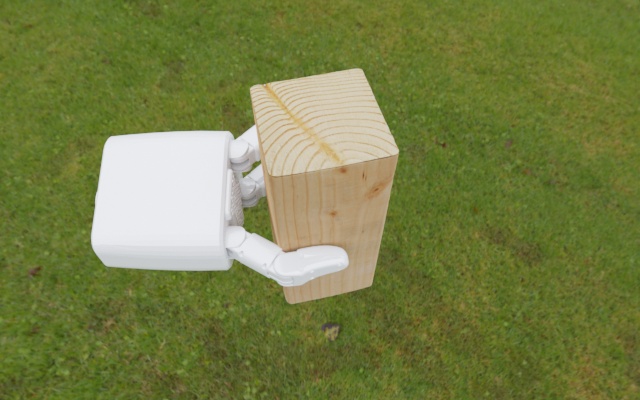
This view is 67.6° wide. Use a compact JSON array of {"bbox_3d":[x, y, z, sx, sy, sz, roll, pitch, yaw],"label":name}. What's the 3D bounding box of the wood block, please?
[{"bbox_3d":[0.000,0.002,0.418,0.090,0.090,0.206,-11,-34,-7],"label":"wood block"}]
